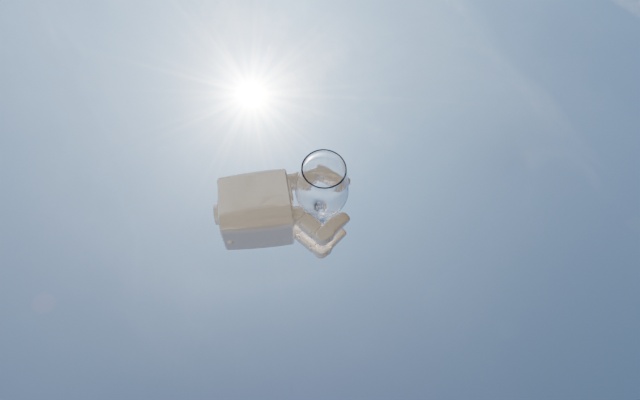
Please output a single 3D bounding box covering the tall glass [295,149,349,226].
[{"bbox_3d":[0.000,0.003,0.726,0.079,0.079,0.201,0,-27,-3],"label":"tall glass"}]
